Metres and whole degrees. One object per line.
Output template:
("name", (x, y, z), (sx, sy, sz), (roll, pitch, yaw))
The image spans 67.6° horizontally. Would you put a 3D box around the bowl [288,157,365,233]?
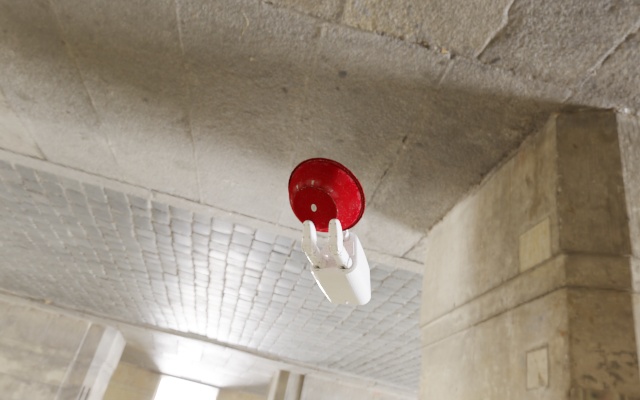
("bowl", (-0.001, 0.002, 0.899), (0.162, 0.162, 0.055), (0, 27, 26))
